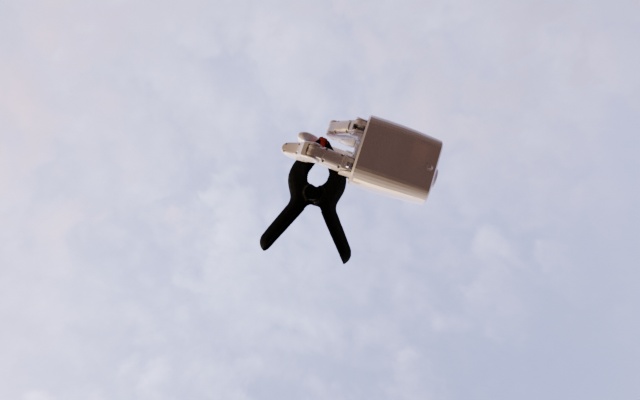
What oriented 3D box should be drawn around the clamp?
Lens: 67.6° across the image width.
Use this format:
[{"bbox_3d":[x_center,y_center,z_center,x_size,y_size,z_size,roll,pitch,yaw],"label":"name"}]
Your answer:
[{"bbox_3d":[0.000,0.002,0.641,0.120,0.171,0.039,19,-10,0],"label":"clamp"}]
